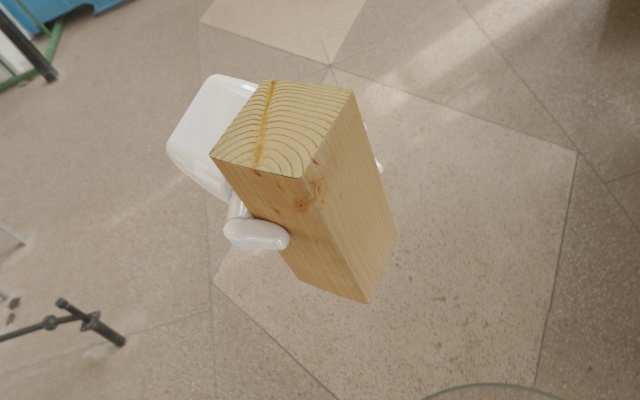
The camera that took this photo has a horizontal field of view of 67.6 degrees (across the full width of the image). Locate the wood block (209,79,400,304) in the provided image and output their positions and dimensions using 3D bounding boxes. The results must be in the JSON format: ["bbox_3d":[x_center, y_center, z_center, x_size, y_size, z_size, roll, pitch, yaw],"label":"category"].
[{"bbox_3d":[0.000,0.002,0.438,0.090,0.090,0.206,15,-29,30],"label":"wood block"}]
